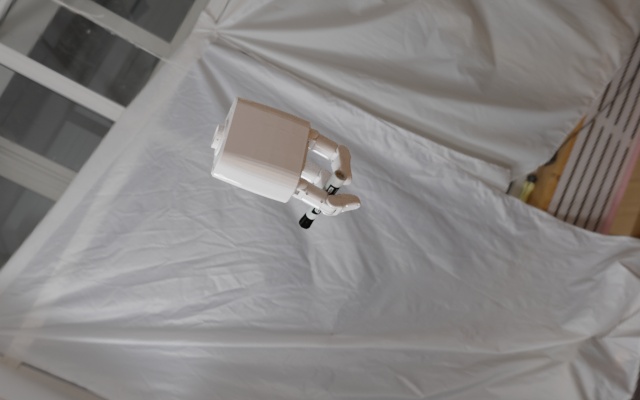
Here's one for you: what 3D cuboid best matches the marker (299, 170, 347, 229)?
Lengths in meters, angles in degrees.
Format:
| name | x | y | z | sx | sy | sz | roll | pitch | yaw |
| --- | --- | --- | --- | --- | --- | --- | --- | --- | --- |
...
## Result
| name | x | y | z | sx | sy | sz | roll | pitch | yaw |
| --- | --- | --- | --- | --- | --- | --- | --- | --- | --- |
| marker | 0.000 | 0.002 | 0.663 | 0.020 | 0.020 | 0.121 | 0 | -36 | -32 |
